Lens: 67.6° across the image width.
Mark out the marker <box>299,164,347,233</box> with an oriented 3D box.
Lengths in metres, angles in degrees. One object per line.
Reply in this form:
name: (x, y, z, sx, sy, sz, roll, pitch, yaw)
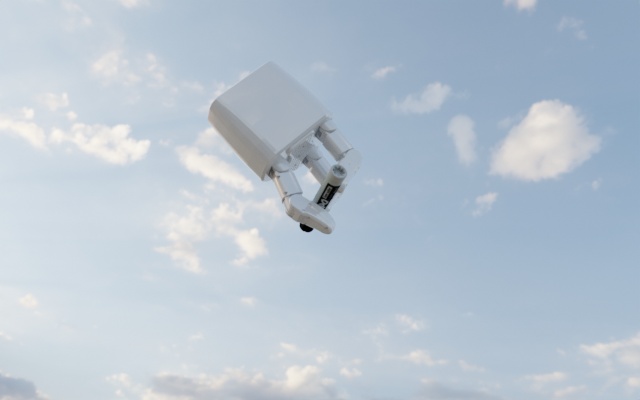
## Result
marker: (0.000, 0.002, 0.542, 0.020, 0.020, 0.121, 0, -32, -22)
